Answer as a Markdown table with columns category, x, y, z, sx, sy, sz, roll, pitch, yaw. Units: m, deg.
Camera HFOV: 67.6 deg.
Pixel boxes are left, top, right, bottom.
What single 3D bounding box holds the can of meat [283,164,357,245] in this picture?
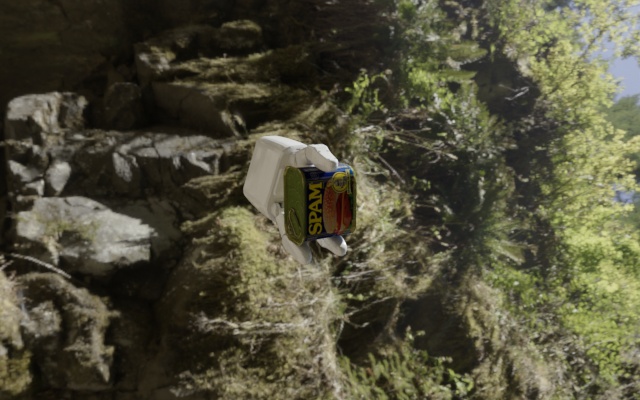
| category | x | y | z | sx | sy | sz | roll | pitch | yaw |
| --- | --- | --- | --- | --- | --- | --- | --- | --- | --- |
| can of meat | 0.000 | 0.002 | 0.639 | 0.084 | 0.102 | 0.057 | -7 | 16 | -28 |
